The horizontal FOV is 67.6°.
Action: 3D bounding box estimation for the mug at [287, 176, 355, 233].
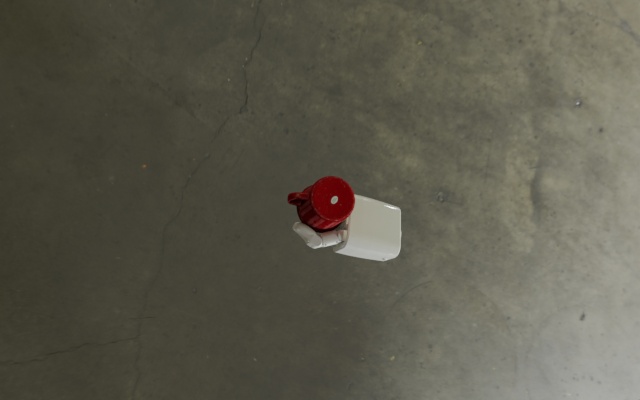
[{"bbox_3d":[-0.001,0.002,0.840,0.117,0.093,0.081,12,-16,-13],"label":"mug"}]
